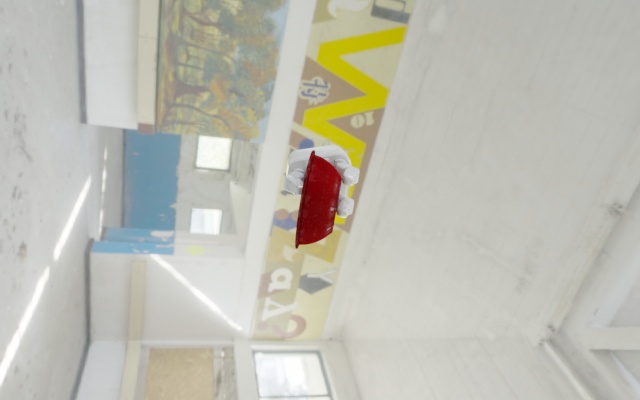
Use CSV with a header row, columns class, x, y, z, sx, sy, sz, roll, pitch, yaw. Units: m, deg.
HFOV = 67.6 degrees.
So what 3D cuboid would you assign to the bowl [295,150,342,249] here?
class,x,y,z,sx,sy,sz,roll,pitch,yaw
bowl,0.000,0.003,0.766,0.055,0.162,0.162,10,0,3
